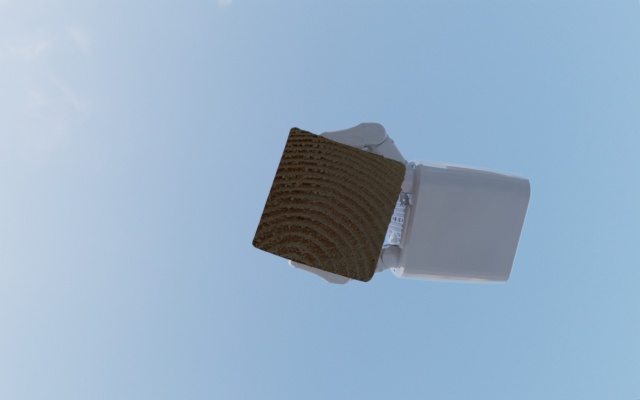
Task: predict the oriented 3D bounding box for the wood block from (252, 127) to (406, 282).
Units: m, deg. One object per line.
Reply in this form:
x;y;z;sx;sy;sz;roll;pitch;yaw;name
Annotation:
0.000;0.002;0.434;0.090;0.091;0.206;18;0;-4;wood block
